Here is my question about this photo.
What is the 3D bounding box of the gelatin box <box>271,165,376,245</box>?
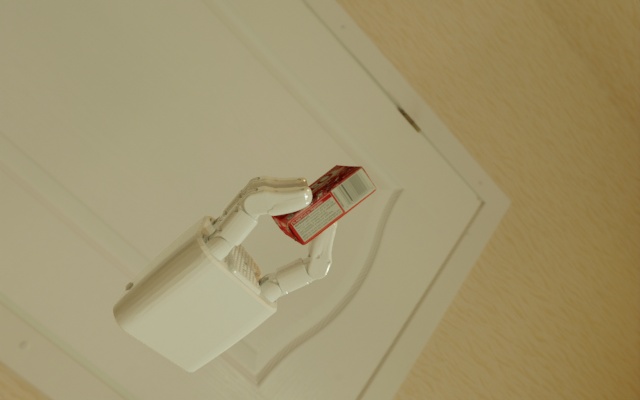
[{"bbox_3d":[0.001,0.002,0.459,0.089,0.030,0.073,-37,13,-10],"label":"gelatin box"}]
